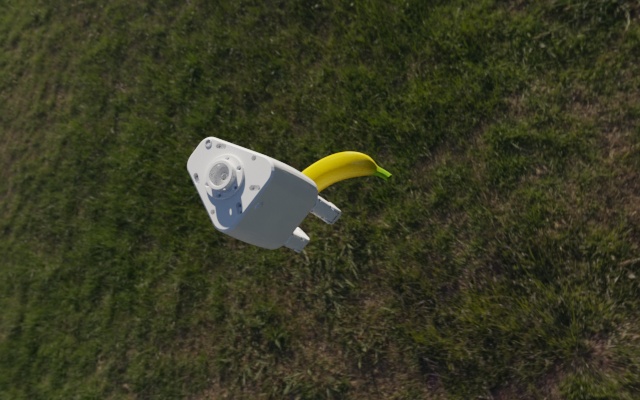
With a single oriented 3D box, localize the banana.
[{"bbox_3d":[-0.004,-0.016,0.663,0.198,0.069,0.037,-29,-19,13],"label":"banana"}]
